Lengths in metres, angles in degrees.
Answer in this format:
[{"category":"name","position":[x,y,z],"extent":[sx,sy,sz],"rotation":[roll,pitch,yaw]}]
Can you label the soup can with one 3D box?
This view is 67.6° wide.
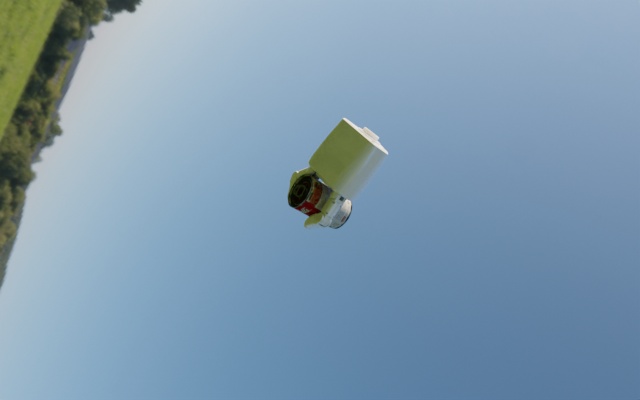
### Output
[{"category":"soup can","position":[0.000,0.003,0.881],"extent":[0.102,0.068,0.068],"rotation":[29,-17,-32]}]
